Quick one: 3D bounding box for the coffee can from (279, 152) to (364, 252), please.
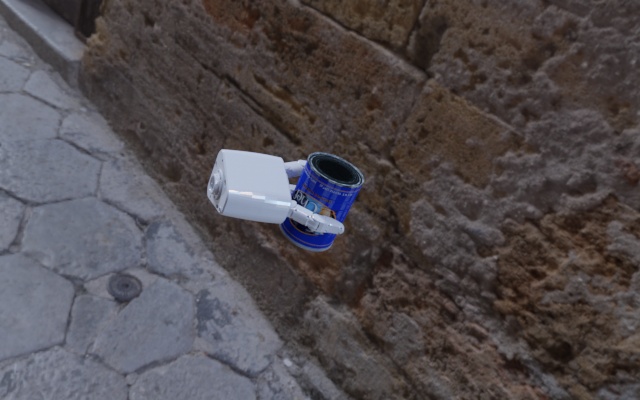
[{"bbox_3d":[0.000,0.003,0.825,0.103,0.140,0.102,19,29,-11],"label":"coffee can"}]
